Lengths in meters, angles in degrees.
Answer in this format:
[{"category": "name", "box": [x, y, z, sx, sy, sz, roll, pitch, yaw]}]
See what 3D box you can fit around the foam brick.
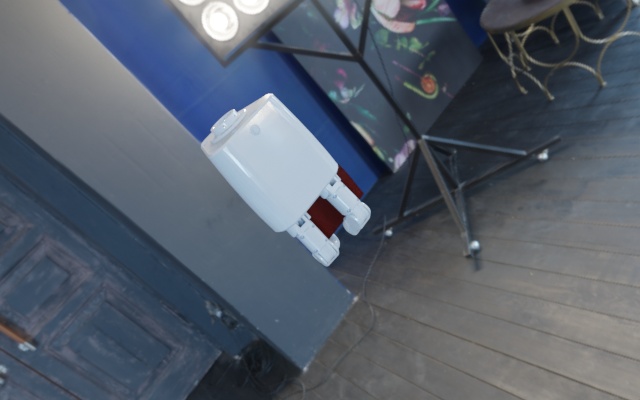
[{"category": "foam brick", "box": [0.000, 0.002, 0.547, 0.051, 0.078, 0.053, 48, -23, -23]}]
